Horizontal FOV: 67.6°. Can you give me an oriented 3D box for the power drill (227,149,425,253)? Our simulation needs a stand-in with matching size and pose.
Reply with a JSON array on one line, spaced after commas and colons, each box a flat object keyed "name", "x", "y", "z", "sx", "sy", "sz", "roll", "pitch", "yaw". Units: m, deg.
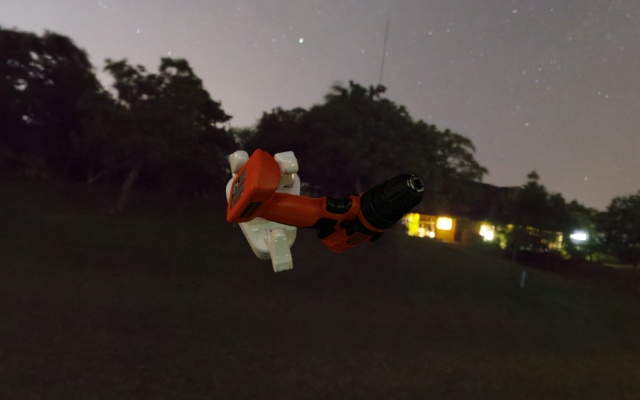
[{"name": "power drill", "x": 0.000, "y": 0.002, "z": 0.550, "sx": 0.188, "sy": 0.057, "sz": 0.184, "roll": 17, "pitch": -32, "yaw": -23}]
